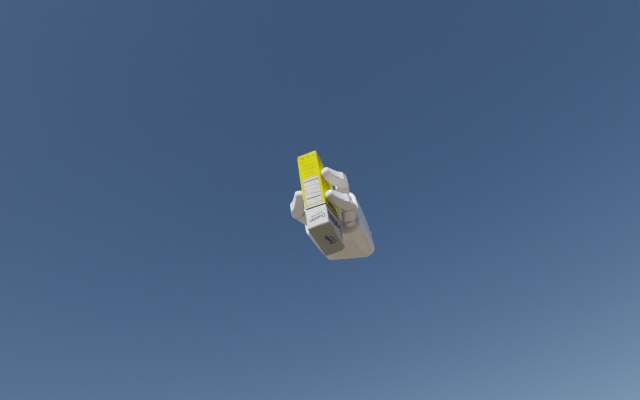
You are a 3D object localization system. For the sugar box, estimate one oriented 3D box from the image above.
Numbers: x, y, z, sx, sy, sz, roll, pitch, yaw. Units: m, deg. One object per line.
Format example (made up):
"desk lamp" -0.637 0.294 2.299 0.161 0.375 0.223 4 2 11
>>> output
"sugar box" 0.001 0.003 0.875 0.048 0.176 0.093 -21 -41 9
